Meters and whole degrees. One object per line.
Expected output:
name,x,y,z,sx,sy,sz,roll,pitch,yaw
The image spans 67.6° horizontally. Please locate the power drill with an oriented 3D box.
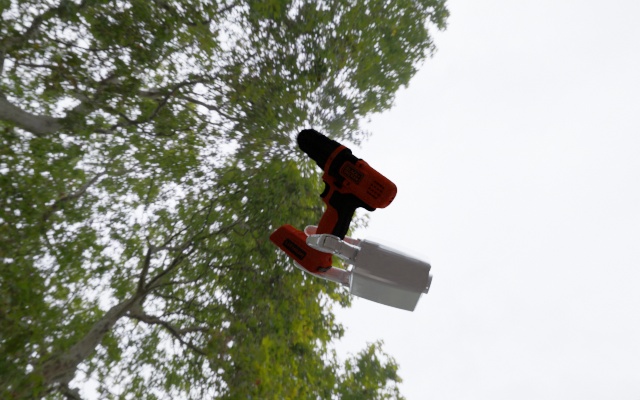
power drill,0.000,0.003,0.738,0.184,0.188,0.057,37,14,22
